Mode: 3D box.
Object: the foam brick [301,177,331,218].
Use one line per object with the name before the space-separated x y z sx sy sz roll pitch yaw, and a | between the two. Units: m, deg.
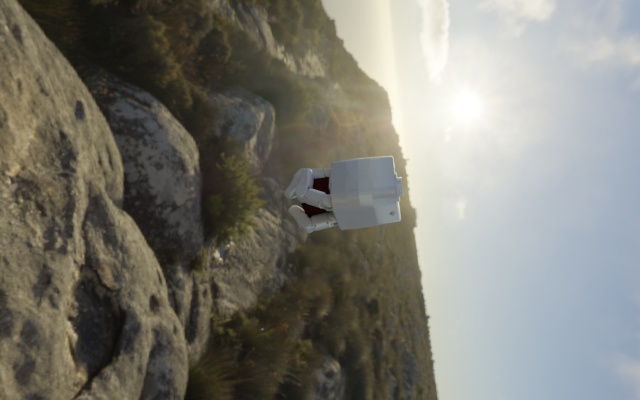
foam brick | 0.000 0.003 0.840 0.051 0.053 0.078 -8 -31 10
